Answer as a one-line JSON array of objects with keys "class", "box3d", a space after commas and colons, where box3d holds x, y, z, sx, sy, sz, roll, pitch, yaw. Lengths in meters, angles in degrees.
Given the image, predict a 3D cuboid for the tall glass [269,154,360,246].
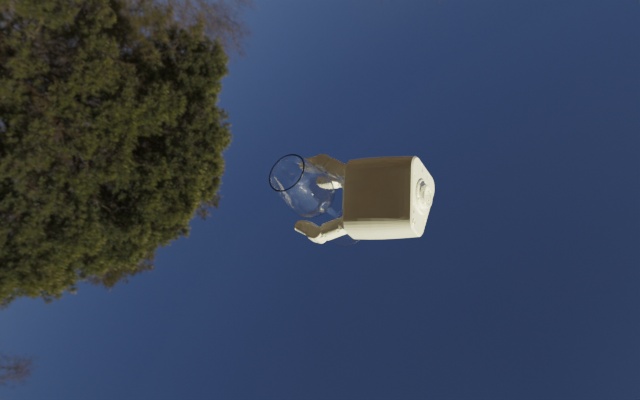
[{"class": "tall glass", "box3d": [0.000, 0.003, 0.763, 0.079, 0.079, 0.201, 0, -26, 34]}]
